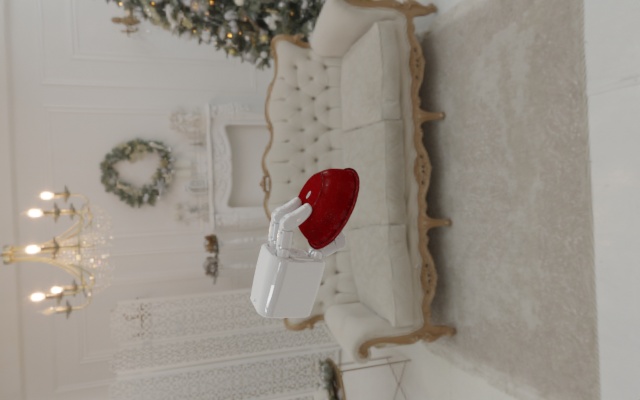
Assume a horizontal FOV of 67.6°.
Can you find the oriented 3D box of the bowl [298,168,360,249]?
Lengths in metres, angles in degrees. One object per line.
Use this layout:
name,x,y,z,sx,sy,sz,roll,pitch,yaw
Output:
bowl,0.000,0.001,0.853,0.055,0.162,0.162,27,-11,-23
